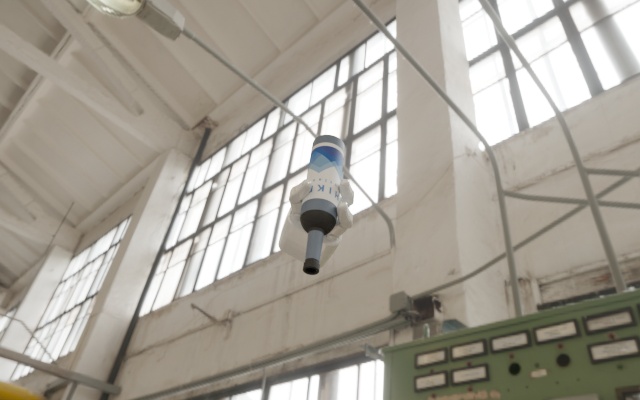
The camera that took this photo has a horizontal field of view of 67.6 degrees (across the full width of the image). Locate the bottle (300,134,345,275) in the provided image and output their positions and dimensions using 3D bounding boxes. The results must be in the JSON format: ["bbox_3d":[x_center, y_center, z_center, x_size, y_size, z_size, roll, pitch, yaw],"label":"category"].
[{"bbox_3d":[0.000,0.003,0.876,0.069,0.295,0.069,5,-39,4],"label":"bottle"}]
